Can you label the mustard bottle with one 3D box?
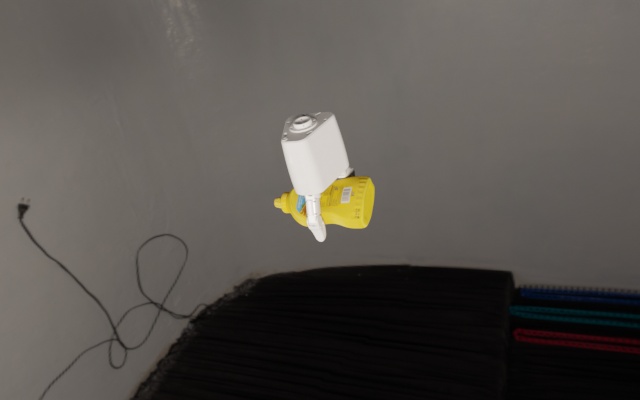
[{"bbox_3d":[0.000,0.003,0.893,0.191,0.096,0.058,0,-29,24],"label":"mustard bottle"}]
